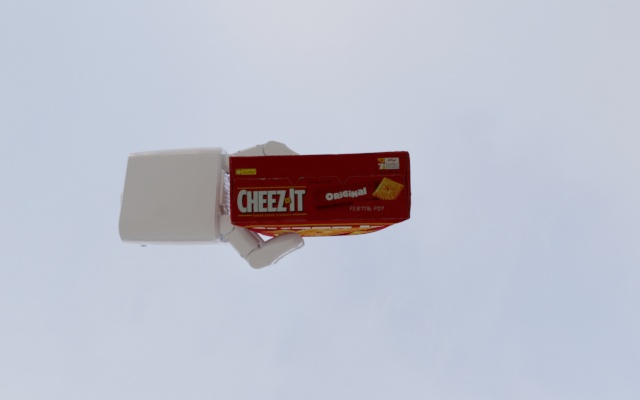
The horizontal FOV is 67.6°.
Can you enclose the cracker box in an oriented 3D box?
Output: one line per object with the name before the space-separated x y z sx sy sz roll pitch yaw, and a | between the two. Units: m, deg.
cracker box | 0.000 0.002 0.527 0.164 0.072 0.214 -2 -6 0
